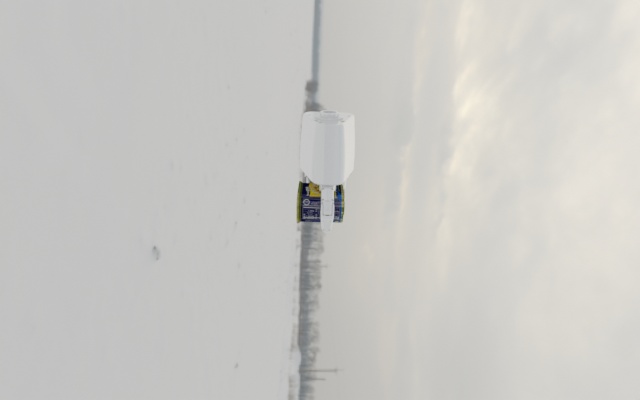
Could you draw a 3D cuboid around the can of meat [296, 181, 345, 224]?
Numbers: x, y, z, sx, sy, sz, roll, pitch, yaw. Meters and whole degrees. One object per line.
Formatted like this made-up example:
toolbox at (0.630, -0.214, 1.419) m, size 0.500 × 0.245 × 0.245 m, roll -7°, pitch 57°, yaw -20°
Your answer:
can of meat at (0.000, 0.003, 0.875) m, size 0.084 × 0.057 × 0.102 m, roll 1°, pitch 20°, yaw 0°
